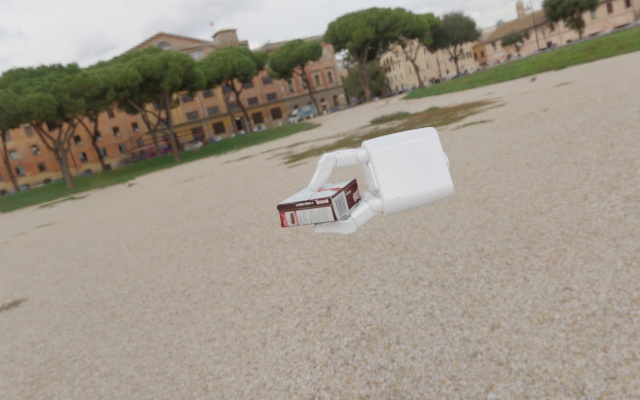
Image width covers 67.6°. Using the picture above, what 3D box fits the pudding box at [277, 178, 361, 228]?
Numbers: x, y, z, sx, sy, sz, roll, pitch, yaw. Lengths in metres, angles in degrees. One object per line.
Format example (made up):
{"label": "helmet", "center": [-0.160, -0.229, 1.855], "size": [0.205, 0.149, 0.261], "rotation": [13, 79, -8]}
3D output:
{"label": "pudding box", "center": [0.000, 0.002, 0.708], "size": [0.090, 0.039, 0.113], "rotation": [-9, 11, 25]}
